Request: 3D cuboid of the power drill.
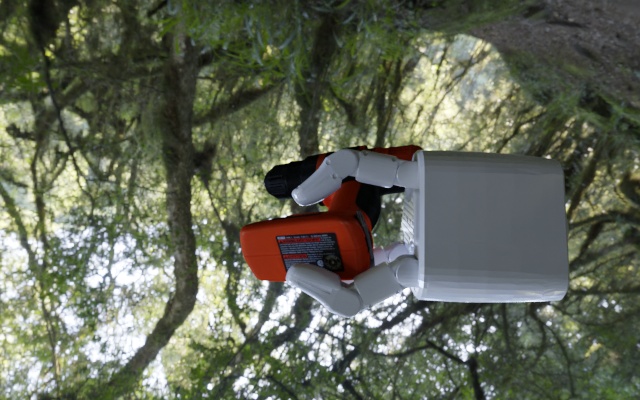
[{"bbox_3d":[0.000,0.002,0.451,0.184,0.057,0.187,-7,25,24],"label":"power drill"}]
